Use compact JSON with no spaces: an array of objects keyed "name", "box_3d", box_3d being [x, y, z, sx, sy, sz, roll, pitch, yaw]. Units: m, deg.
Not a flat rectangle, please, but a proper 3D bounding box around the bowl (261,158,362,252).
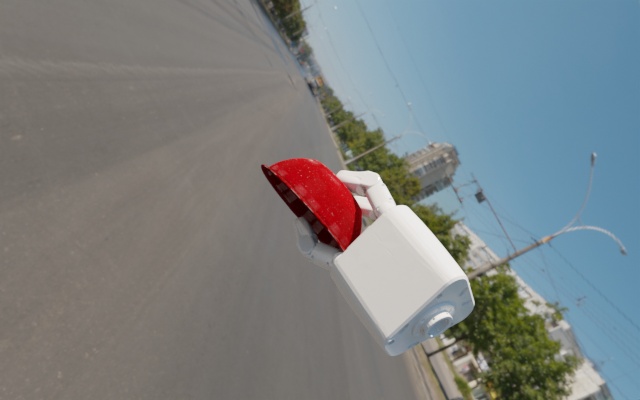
[{"name":"bowl","box_3d":[0.000,0.001,0.584,0.055,0.162,0.162,-42,8,-9]}]
